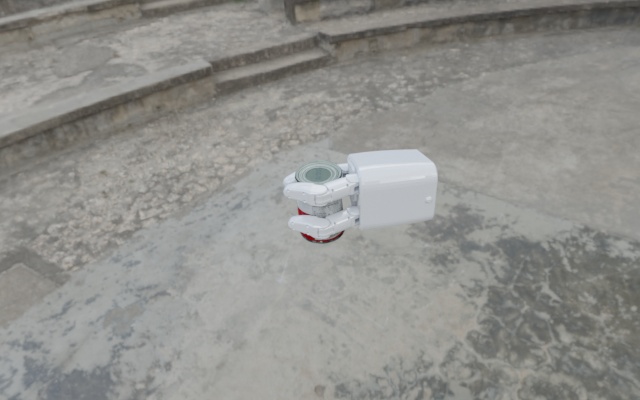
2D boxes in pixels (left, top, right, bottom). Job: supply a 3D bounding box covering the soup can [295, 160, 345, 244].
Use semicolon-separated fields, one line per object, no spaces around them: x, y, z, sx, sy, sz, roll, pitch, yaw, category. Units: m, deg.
0.000;0.002;0.685;0.068;0.102;0.068;-3;37;2;soup can
